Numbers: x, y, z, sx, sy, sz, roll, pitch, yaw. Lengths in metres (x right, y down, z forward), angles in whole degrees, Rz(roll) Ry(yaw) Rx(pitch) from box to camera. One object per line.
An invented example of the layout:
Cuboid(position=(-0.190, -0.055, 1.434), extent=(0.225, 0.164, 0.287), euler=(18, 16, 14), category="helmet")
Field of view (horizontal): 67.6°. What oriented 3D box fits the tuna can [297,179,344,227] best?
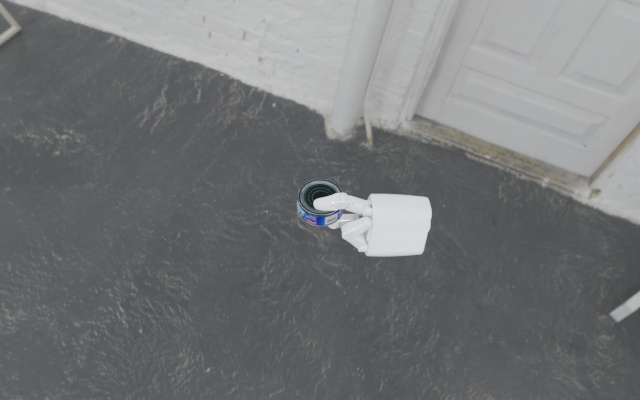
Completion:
Cuboid(position=(0.000, 0.002, 0.858), extent=(0.086, 0.086, 0.034), euler=(0, -37, -3), category="tuna can")
